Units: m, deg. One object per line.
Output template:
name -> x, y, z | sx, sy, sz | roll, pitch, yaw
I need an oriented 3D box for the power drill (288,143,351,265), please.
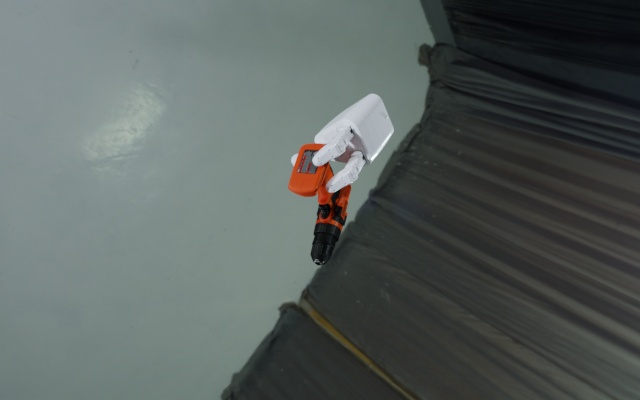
power drill -> 0.000, 0.002, 0.861 | 0.057, 0.184, 0.188 | 4, -30, 19
